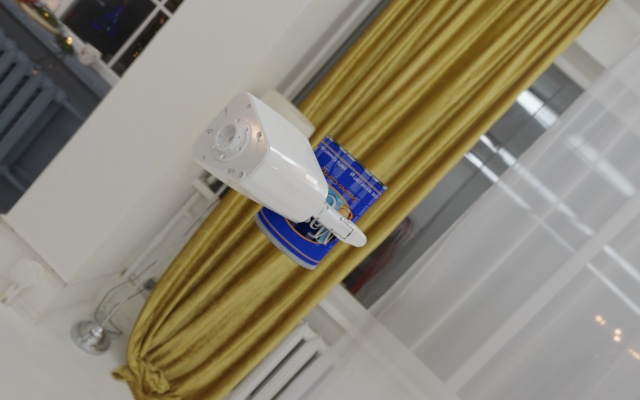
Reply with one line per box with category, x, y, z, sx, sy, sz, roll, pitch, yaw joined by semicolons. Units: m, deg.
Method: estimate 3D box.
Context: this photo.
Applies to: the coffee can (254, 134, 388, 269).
coffee can;0.000;0.002;0.606;0.103;0.140;0.103;42;6;-5
